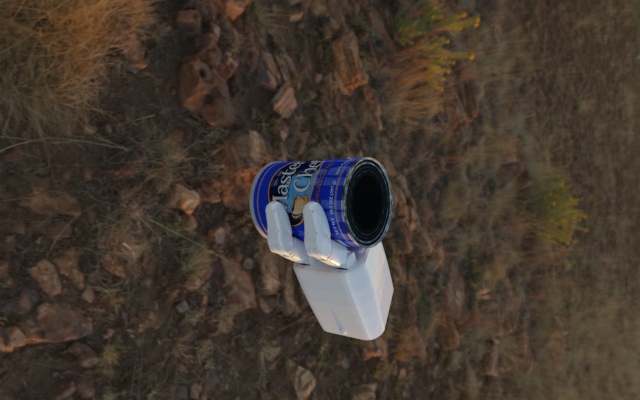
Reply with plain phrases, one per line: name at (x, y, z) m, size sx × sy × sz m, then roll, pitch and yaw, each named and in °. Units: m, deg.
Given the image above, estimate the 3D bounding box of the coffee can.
coffee can at (0.000, 0.002, 0.572) m, size 0.140 × 0.103 × 0.103 m, roll 1°, pitch 0°, yaw 38°
